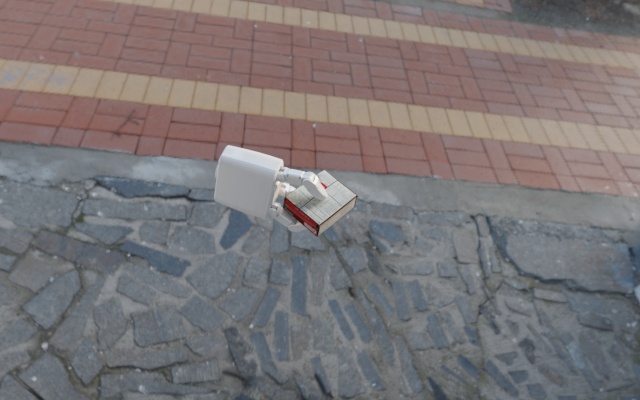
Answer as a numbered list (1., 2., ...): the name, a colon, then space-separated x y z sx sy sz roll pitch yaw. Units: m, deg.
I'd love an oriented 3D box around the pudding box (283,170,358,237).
1. pudding box: 0.000 0.003 0.885 0.090 0.039 0.113 40 56 20
